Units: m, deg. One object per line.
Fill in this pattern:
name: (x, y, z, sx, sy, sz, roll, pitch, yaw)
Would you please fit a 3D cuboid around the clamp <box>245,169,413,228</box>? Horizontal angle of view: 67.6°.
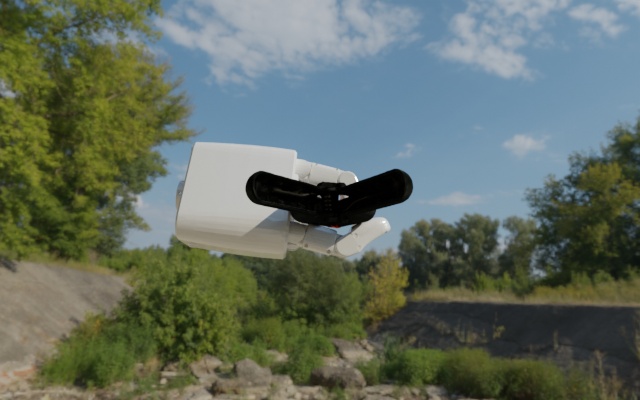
clamp: (0.000, 0.001, 0.411, 0.120, 0.039, 0.171, 7, -12, -4)
